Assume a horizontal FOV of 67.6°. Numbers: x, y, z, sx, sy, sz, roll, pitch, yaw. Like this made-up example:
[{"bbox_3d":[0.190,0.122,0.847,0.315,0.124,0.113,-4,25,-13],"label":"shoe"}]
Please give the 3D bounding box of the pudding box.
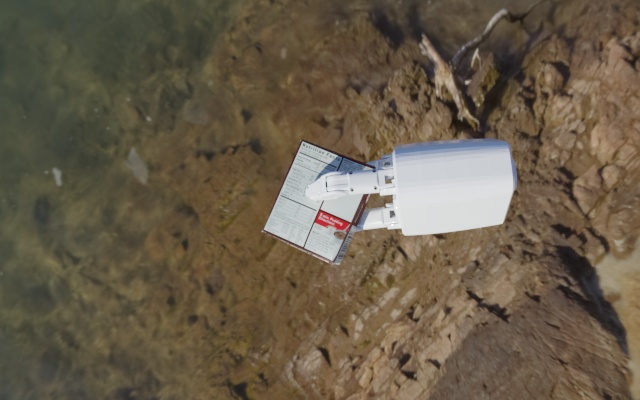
[{"bbox_3d":[0.000,0.002,0.518,0.090,0.113,0.039,23,-4,14],"label":"pudding box"}]
